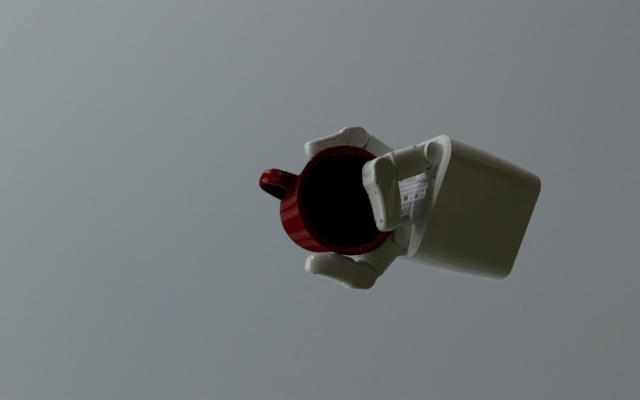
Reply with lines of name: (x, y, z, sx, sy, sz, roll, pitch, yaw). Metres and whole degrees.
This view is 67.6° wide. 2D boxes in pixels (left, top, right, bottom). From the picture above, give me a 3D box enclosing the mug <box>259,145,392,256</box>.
mug: (-0.001, 0.001, 0.429, 0.117, 0.093, 0.081, 19, -14, -16)
